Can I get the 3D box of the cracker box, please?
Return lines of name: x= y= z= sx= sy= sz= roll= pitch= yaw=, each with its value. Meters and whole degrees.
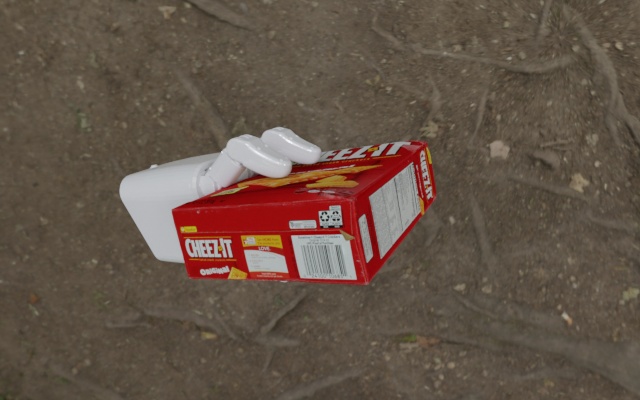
cracker box: x=0.000 y=0.002 z=0.444 sx=0.164 sy=0.072 sz=0.213 roll=-3 pitch=15 yaw=27
